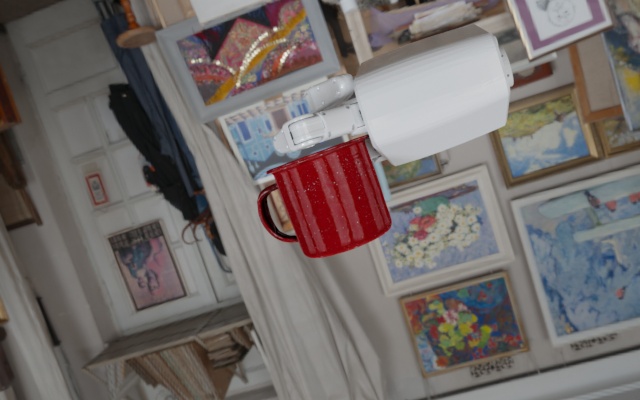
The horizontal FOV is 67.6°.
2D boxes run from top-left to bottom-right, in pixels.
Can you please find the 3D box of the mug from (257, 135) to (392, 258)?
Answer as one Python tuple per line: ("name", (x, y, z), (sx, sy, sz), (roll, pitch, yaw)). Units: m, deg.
("mug", (-0.001, 0.002, 0.411), (0.117, 0.081, 0.093), (-18, 5, 17))
